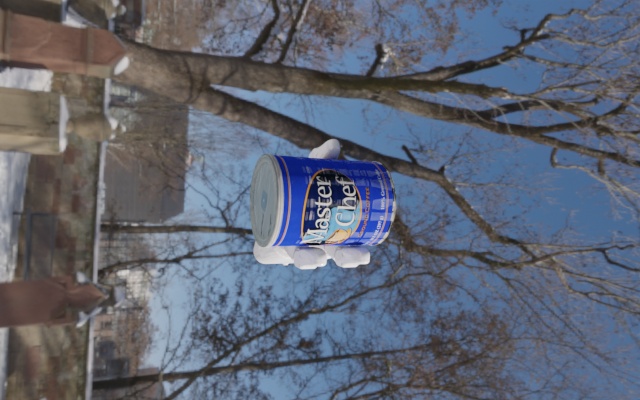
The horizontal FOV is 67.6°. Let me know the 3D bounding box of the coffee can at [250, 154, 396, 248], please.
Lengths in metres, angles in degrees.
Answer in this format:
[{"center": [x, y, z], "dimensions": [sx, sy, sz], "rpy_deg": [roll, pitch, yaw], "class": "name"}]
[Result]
[{"center": [0.000, 0.002, 0.549], "dimensions": [0.140, 0.103, 0.103], "rpy_deg": [2, -1, -24], "class": "coffee can"}]
